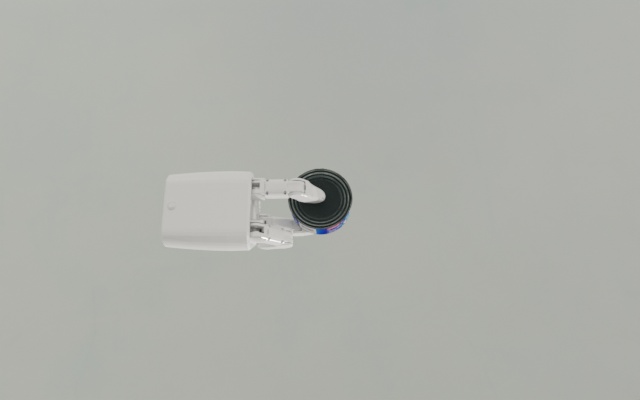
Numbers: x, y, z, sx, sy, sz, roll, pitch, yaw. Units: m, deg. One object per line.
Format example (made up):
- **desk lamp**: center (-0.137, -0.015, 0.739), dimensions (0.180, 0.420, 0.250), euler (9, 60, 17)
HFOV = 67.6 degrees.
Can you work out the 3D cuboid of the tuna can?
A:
- **tuna can**: center (0.000, 0.002, 0.648), dimensions (0.086, 0.086, 0.034), euler (0, -20, 2)
